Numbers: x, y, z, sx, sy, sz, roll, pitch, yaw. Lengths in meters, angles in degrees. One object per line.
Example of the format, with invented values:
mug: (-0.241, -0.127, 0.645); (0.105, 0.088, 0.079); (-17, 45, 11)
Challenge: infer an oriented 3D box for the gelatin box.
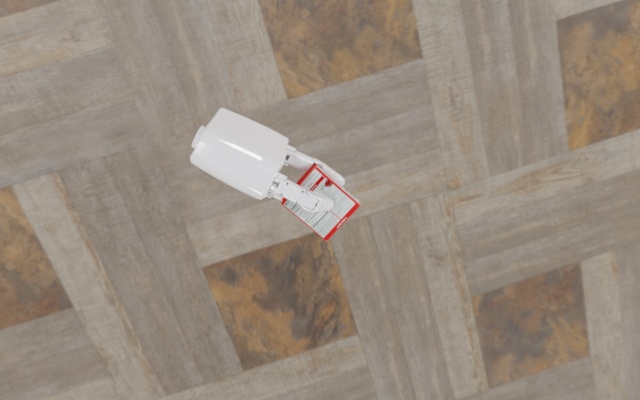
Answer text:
gelatin box: (0.000, 0.003, 0.681); (0.089, 0.073, 0.030); (40, 10, -9)
